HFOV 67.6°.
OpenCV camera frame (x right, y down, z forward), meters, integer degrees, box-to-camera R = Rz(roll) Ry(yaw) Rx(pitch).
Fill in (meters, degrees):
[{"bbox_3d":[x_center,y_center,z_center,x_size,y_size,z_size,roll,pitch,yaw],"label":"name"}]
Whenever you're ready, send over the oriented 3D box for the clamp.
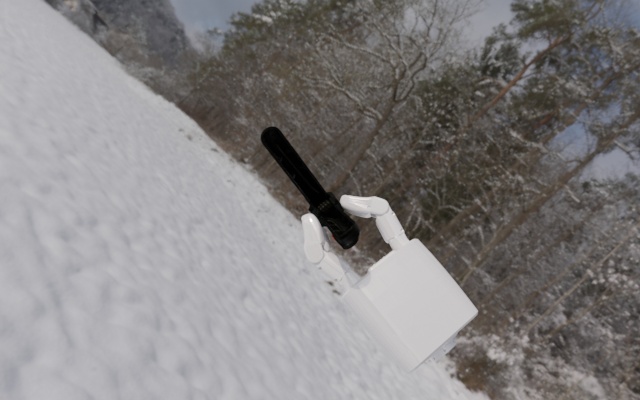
[{"bbox_3d":[0.001,0.002,0.584,0.036,0.164,0.210,-37,-18,-1],"label":"clamp"}]
